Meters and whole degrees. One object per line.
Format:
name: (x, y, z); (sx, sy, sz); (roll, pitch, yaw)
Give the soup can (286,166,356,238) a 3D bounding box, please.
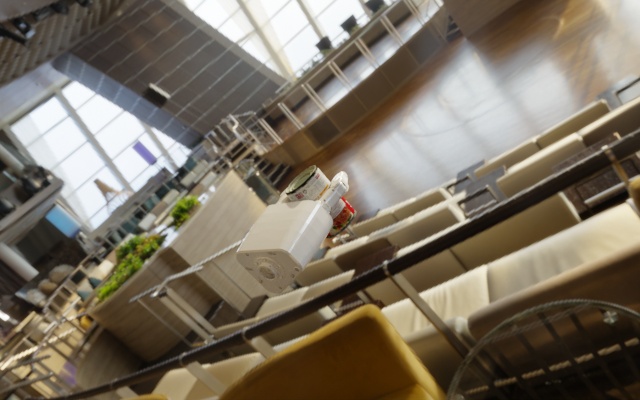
soup can: (0.000, 0.002, 0.774); (0.068, 0.102, 0.068); (-38, 17, 13)
